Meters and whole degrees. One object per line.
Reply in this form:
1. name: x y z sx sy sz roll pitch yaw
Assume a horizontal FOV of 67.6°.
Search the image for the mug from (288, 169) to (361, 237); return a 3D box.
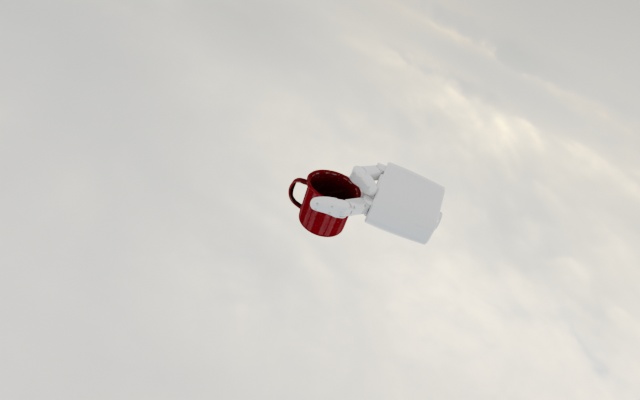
1. mug: -0.001 0.002 0.800 0.117 0.081 0.093 22 33 3
